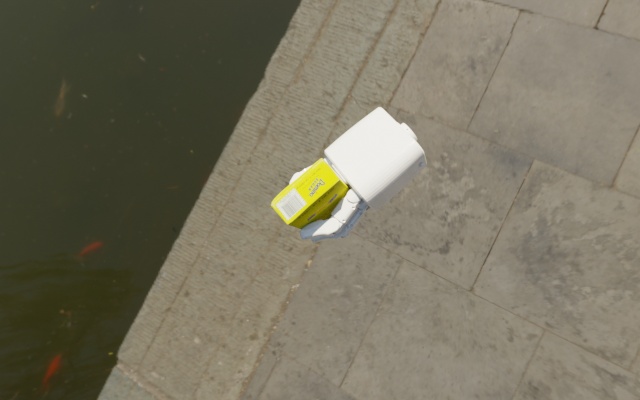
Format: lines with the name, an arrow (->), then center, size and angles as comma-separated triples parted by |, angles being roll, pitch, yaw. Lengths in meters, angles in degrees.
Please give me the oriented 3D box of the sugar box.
sugar box -> 0.001, 0.003, 0.698 | 0.093, 0.048, 0.176 | -40, -18, 6
